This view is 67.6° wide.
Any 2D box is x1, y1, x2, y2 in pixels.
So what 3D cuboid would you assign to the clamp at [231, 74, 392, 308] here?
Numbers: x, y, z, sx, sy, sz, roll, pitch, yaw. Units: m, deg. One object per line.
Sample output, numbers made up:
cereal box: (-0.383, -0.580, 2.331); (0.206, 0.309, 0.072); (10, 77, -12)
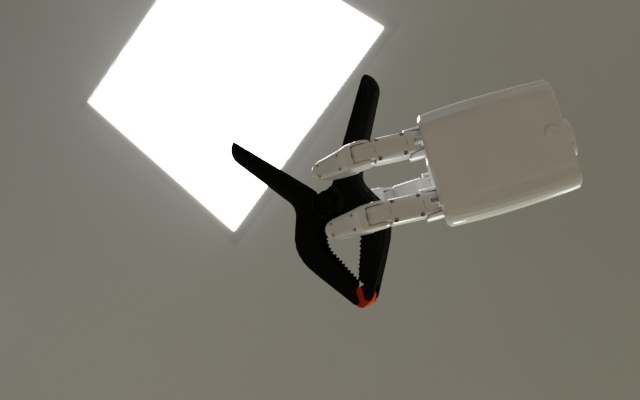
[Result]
clamp: (0.001, 0.002, 0.458); (0.164, 0.210, 0.036); (-17, -12, 19)
